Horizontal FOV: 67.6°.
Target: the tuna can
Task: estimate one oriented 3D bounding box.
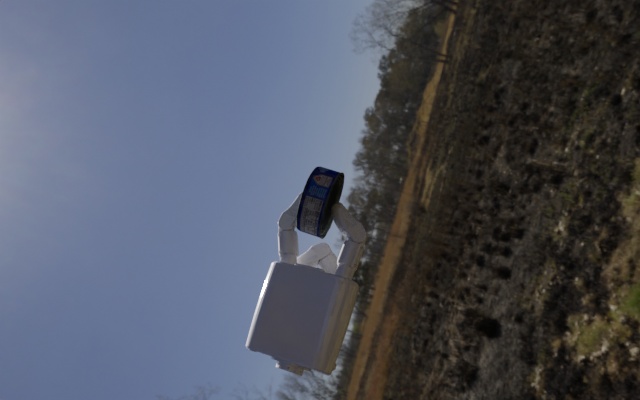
[{"bbox_3d":[0.000,0.002,0.591,0.034,0.086,0.086,18,3,11],"label":"tuna can"}]
